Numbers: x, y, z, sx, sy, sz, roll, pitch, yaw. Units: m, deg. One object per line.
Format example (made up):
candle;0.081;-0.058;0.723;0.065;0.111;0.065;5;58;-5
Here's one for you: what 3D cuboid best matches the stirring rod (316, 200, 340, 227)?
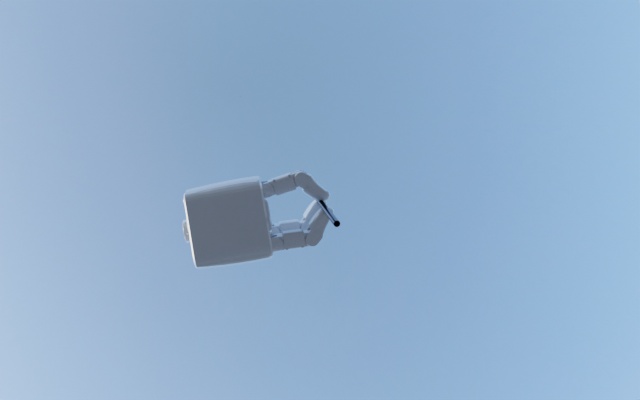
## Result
stirring rod;0.000;0.002;0.678;0.011;0.011;0.239;0;12;-9
